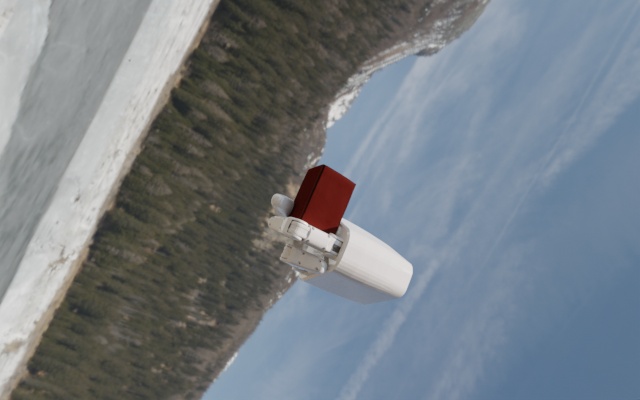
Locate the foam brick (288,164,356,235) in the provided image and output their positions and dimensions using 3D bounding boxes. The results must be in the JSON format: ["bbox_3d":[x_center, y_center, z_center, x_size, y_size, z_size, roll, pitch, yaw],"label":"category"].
[{"bbox_3d":[0.000,0.002,0.605,0.051,0.078,0.053,27,-12,-19],"label":"foam brick"}]
